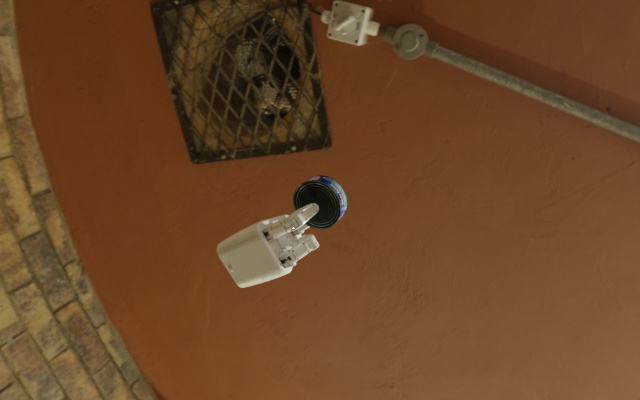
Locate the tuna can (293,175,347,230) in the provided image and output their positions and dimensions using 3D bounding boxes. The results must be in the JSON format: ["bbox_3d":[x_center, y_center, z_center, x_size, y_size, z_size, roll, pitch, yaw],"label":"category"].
[{"bbox_3d":[0.000,0.002,0.787,0.086,0.086,0.033,0,21,26],"label":"tuna can"}]
